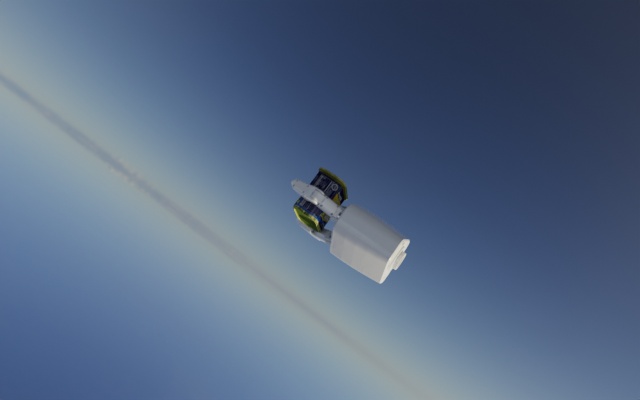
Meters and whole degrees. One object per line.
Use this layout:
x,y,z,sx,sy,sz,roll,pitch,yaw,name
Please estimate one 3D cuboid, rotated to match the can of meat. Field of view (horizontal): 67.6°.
0.000,0.003,0.832,0.057,0.084,0.102,34,-12,14,can of meat
